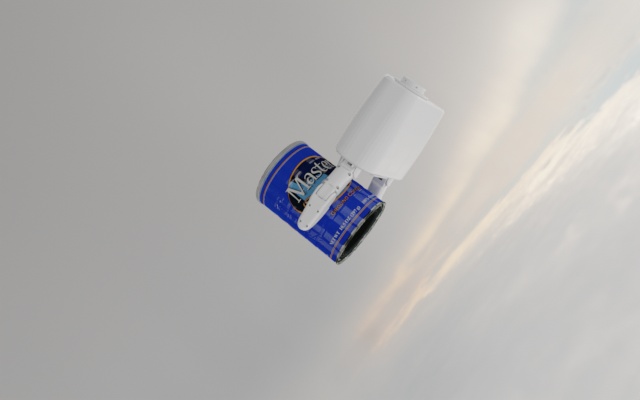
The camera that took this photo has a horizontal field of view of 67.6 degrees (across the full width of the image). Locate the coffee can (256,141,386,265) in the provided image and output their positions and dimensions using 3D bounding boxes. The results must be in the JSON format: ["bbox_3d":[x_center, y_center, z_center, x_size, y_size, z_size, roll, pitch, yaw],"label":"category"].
[{"bbox_3d":[0.000,0.002,0.633,0.140,0.103,0.103,38,11,14],"label":"coffee can"}]
